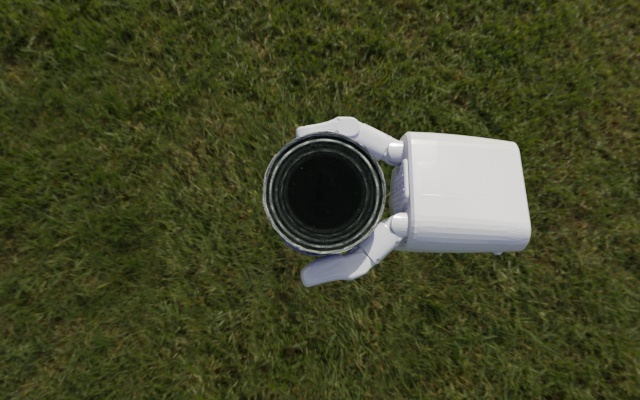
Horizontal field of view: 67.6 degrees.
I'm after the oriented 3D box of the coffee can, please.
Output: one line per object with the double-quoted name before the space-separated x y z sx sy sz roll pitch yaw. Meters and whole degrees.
"coffee can" 0.000 0.001 0.458 0.103 0.103 0.140 0 -7 -3
